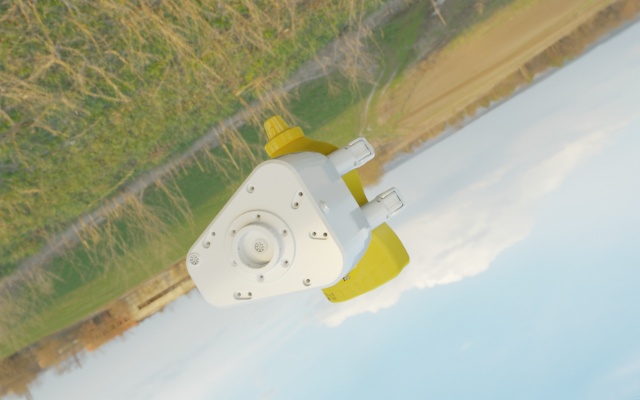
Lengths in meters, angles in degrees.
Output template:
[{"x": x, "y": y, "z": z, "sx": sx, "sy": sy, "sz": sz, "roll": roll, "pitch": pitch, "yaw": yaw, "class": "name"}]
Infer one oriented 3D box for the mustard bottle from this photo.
[{"x": 0.000, "y": 0.002, "z": 0.471, "sx": 0.096, "sy": 0.191, "sz": 0.058, "roll": -32, "pitch": -1, "yaw": 38, "class": "mustard bottle"}]
